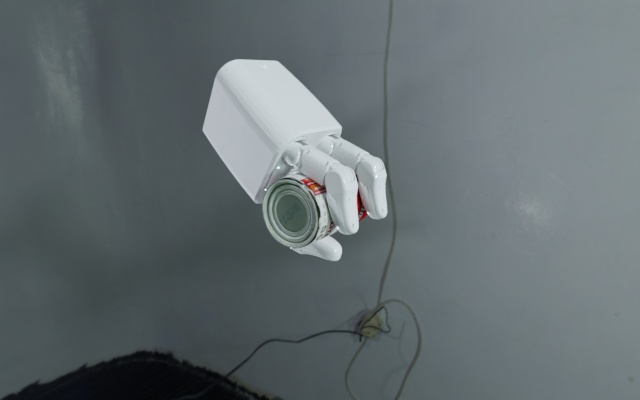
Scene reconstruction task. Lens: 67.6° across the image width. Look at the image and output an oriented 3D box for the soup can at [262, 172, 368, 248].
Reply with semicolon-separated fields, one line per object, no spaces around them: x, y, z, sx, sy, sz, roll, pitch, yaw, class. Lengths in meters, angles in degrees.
0.000;0.002;0.472;0.068;0.068;0.102;0;12;36;soup can
